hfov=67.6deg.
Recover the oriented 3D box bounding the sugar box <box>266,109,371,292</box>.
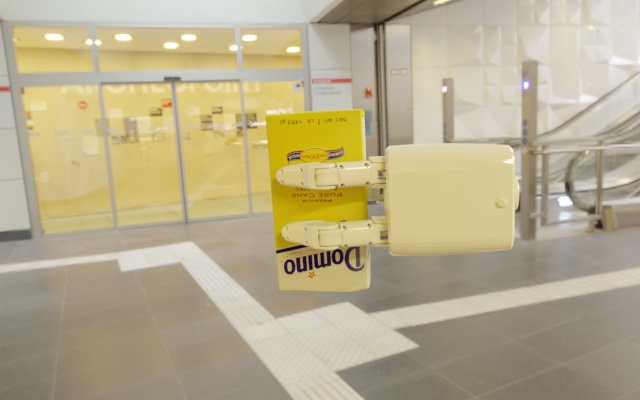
[{"bbox_3d":[0.000,0.002,0.472,0.093,0.176,0.048,-2,9,10],"label":"sugar box"}]
